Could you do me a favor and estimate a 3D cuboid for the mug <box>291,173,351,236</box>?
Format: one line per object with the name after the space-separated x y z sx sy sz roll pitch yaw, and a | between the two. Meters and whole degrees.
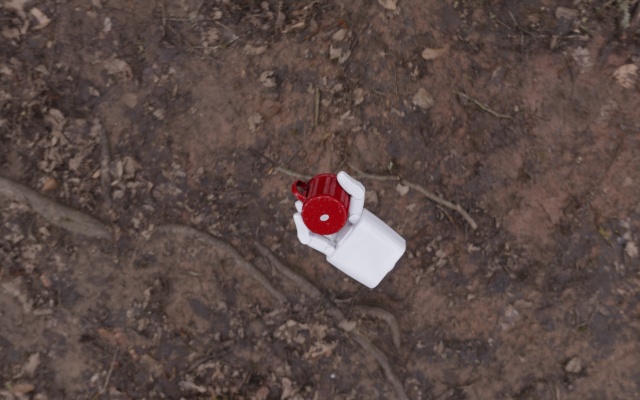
-0.001 0.002 0.850 0.117 0.093 0.081 34 25 -11 | mug
